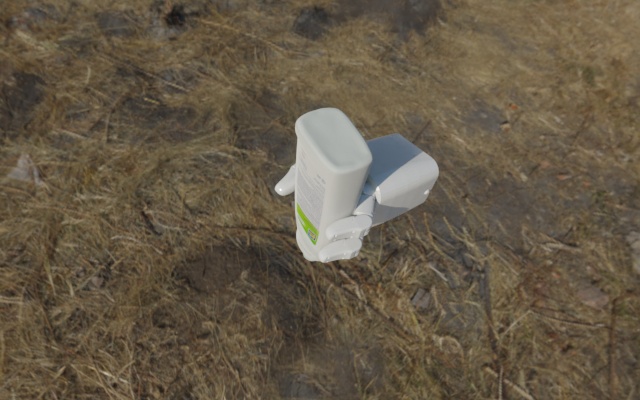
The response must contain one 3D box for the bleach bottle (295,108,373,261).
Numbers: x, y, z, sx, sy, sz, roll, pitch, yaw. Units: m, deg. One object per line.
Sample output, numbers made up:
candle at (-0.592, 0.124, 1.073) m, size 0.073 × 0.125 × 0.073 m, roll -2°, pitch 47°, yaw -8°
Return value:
bleach bottle at (0.000, 0.002, 0.639) m, size 0.068 × 0.102 × 0.251 m, roll -20°, pitch -29°, yaw -23°
